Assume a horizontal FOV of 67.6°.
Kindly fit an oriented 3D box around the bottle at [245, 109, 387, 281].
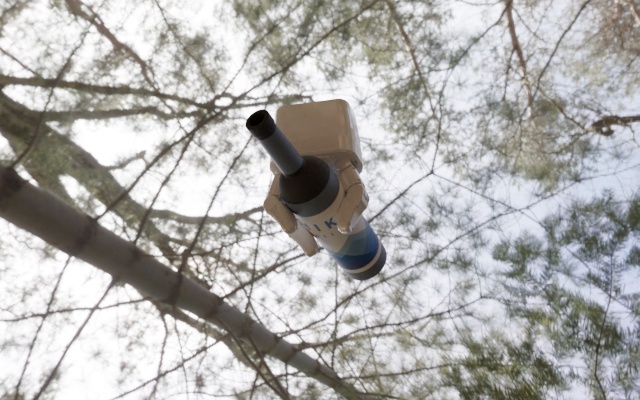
[{"bbox_3d":[0.000,0.002,0.576,0.069,0.069,0.296,0,-34,31],"label":"bottle"}]
